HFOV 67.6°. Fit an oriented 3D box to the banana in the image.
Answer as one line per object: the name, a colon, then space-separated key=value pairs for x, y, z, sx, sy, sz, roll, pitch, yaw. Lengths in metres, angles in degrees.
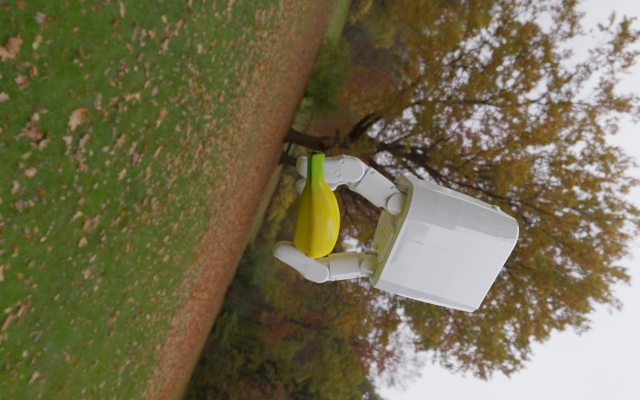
banana: x=-0.003 y=0.019 z=0.429 sx=0.037 sy=0.069 sz=0.198 roll=11 pitch=-13 yaw=-1
